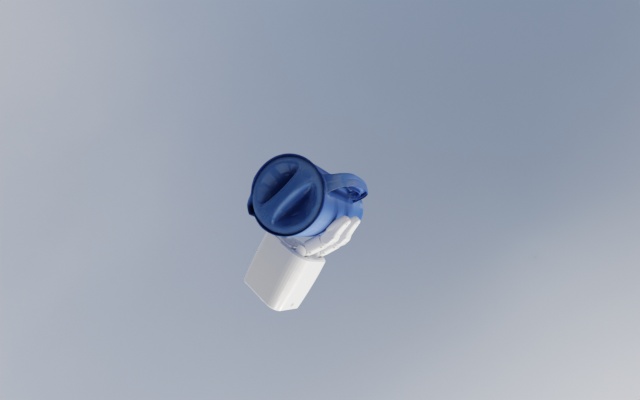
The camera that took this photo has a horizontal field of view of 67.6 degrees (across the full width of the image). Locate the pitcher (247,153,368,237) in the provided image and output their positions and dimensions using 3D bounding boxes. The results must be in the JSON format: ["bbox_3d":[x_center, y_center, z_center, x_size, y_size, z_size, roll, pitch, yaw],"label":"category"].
[{"bbox_3d":[0.000,0.003,0.850,0.149,0.145,0.243,31,6,24],"label":"pitcher"}]
